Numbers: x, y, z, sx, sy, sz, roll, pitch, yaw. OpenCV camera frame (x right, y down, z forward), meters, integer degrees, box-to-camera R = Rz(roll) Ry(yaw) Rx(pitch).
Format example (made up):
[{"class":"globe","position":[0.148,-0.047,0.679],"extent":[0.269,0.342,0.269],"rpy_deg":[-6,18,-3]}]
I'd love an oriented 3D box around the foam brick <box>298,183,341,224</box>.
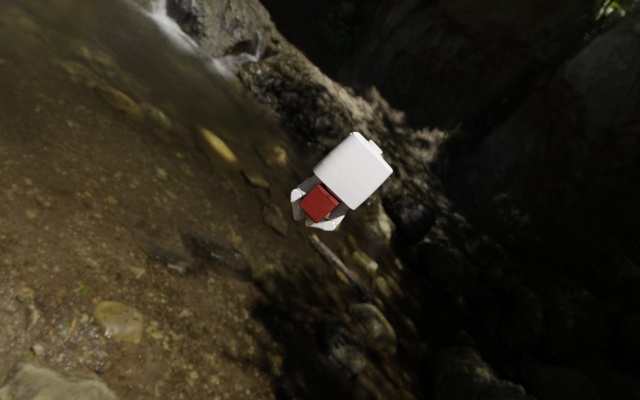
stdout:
[{"class":"foam brick","position":[0.000,0.003,0.899],"extent":[0.051,0.053,0.078],"rpy_deg":[-43,-1,13]}]
